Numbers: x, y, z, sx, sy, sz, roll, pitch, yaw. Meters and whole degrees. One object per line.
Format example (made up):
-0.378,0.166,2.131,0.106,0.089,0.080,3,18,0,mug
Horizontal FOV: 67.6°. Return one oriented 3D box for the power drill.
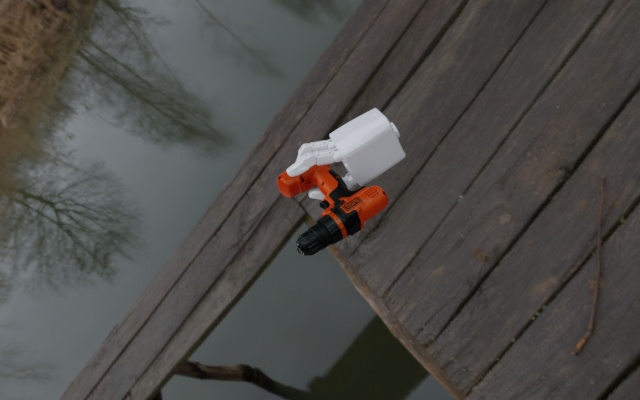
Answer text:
0.000,0.002,0.861,0.184,0.057,0.187,-31,47,-18,power drill
